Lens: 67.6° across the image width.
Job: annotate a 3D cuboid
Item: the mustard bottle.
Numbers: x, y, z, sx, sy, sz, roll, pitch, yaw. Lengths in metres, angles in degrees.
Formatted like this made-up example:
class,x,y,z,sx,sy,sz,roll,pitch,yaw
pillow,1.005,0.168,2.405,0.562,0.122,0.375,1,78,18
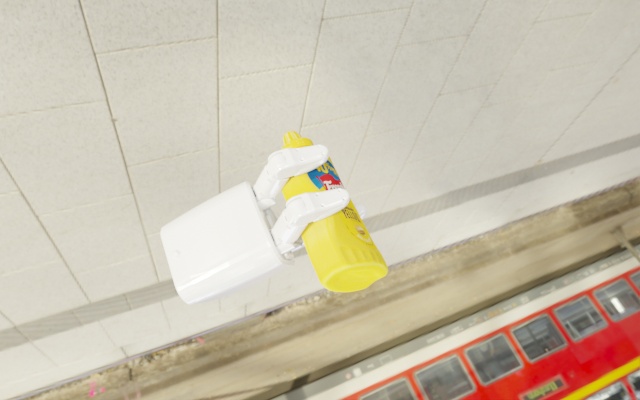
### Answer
class,x,y,z,sx,sy,sz,roll,pitch,yaw
mustard bottle,0.000,0.002,0.512,0.058,0.191,0.096,-38,-30,22
